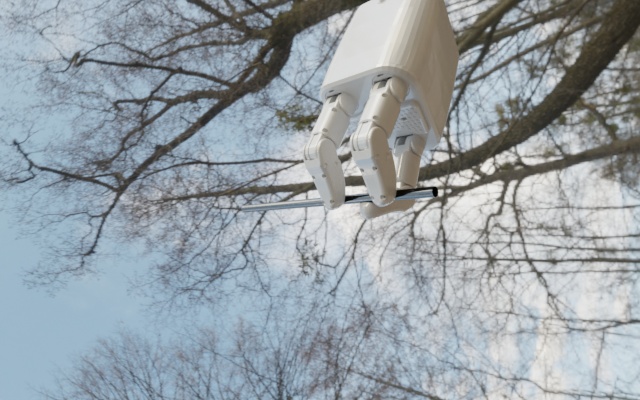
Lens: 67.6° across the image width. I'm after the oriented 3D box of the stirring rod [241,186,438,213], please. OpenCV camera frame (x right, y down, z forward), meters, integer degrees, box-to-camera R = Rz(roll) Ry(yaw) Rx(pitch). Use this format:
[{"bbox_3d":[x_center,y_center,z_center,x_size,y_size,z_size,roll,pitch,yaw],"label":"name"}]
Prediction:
[{"bbox_3d":[0.000,0.001,0.431,0.011,0.011,0.239,0,-4,-43],"label":"stirring rod"}]
